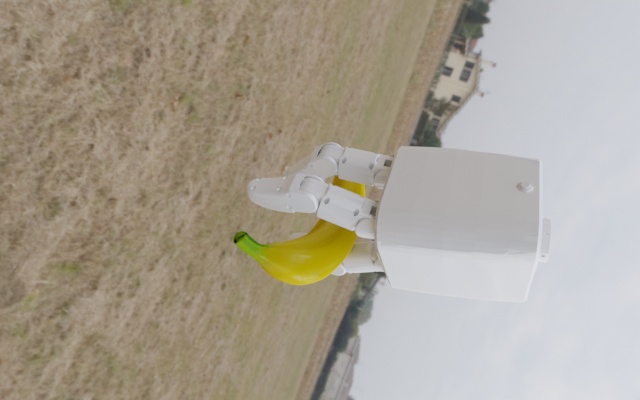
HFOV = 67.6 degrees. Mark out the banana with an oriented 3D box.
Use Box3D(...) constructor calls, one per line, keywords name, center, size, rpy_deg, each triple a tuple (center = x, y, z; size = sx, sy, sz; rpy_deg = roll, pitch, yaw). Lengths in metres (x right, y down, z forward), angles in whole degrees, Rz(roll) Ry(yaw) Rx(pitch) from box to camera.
Box3D(name="banana", center=(0.005, 0.020, 0.407), size=(0.037, 0.069, 0.197), rpy_deg=(-13, 14, 30))
